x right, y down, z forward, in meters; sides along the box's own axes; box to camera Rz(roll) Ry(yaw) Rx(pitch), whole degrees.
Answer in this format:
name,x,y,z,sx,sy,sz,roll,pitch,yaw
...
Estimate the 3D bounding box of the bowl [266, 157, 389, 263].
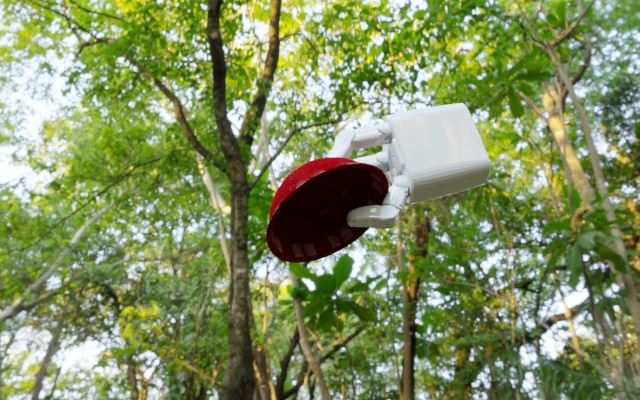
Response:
name,x,y,z,sx,sy,sz,roll,pitch,yaw
bowl,-0.001,0.002,0.574,0.162,0.162,0.055,0,42,-38
